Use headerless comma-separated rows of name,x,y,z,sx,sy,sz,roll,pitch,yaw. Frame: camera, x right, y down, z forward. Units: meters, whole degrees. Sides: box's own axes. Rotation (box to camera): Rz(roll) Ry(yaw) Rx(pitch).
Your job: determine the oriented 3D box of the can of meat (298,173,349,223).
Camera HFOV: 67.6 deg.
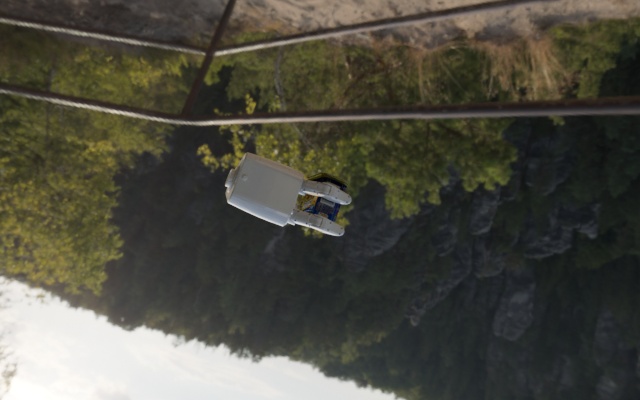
can of meat,0.000,0.003,0.862,0.057,0.084,0.102,23,-13,-19
